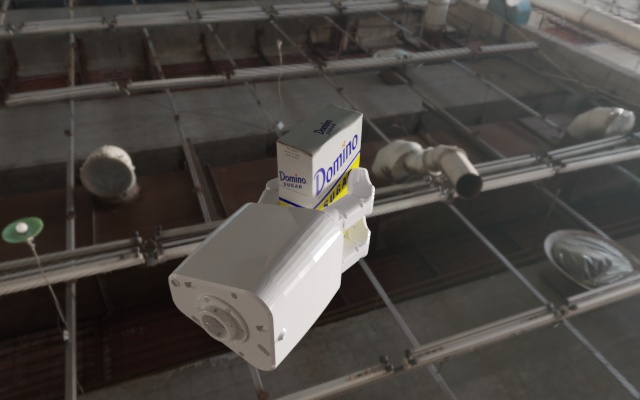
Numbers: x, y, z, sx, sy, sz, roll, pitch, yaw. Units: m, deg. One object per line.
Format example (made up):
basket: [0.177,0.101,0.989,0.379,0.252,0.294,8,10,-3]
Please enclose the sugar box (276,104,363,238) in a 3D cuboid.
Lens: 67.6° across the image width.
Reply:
sugar box: [0.000,0.002,0.489,0.048,0.176,0.093,23,43,23]
